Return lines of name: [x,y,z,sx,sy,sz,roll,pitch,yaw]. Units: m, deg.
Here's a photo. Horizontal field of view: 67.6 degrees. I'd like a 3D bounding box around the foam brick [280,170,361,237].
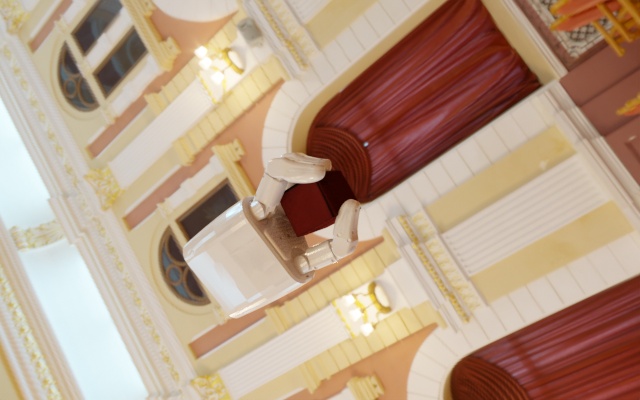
foam brick: [0.000,0.002,0.530,0.051,0.053,0.078,-31,-9,24]
